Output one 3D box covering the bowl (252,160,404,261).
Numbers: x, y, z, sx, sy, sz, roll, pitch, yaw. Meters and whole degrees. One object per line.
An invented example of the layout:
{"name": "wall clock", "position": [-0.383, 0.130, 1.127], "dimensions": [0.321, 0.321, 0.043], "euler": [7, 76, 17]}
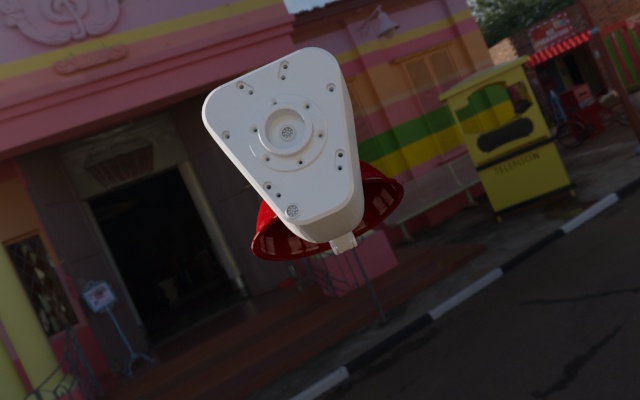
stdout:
{"name": "bowl", "position": [0.000, 0.002, 0.486], "dimensions": [0.162, 0.055, 0.162], "euler": [-20, -23, -9]}
